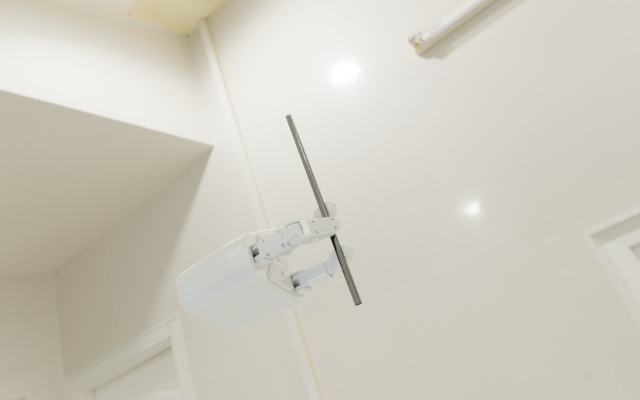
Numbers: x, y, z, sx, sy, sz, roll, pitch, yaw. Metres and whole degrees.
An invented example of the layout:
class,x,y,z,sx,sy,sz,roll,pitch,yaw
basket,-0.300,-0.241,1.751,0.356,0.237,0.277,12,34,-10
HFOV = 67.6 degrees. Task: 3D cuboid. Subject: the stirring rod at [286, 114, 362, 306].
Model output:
class,x,y,z,sx,sy,sz,roll,pitch,yaw
stirring rod,0.000,0.002,0.531,0.011,0.239,0.011,-17,-23,-8
